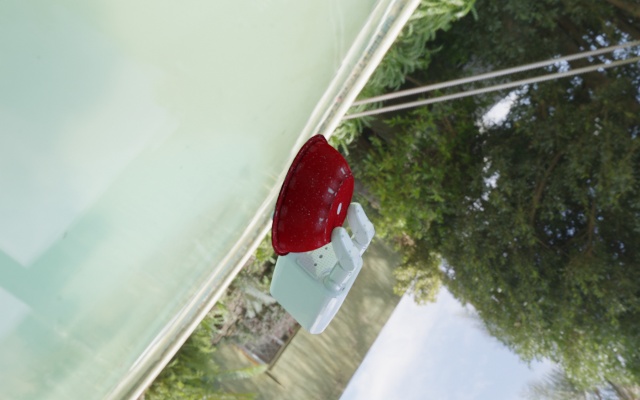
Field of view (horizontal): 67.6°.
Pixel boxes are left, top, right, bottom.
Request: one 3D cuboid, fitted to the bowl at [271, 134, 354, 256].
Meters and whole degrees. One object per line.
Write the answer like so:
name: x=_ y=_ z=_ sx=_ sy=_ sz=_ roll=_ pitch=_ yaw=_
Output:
bowl: x=0.000 y=0.001 z=0.594 sx=0.055 sy=0.162 sz=0.162 roll=19 pitch=5 yaw=16
